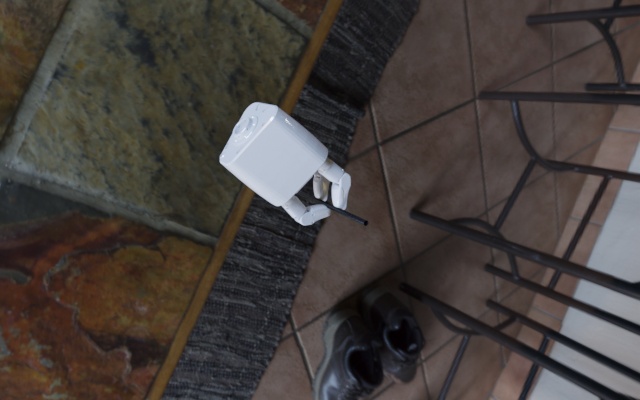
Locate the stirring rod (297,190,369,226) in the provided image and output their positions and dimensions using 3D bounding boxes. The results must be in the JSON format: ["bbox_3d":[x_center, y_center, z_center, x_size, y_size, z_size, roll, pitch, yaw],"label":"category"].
[{"bbox_3d":[0.000,0.003,0.767,0.011,0.011,0.239,0,14,-33],"label":"stirring rod"}]
